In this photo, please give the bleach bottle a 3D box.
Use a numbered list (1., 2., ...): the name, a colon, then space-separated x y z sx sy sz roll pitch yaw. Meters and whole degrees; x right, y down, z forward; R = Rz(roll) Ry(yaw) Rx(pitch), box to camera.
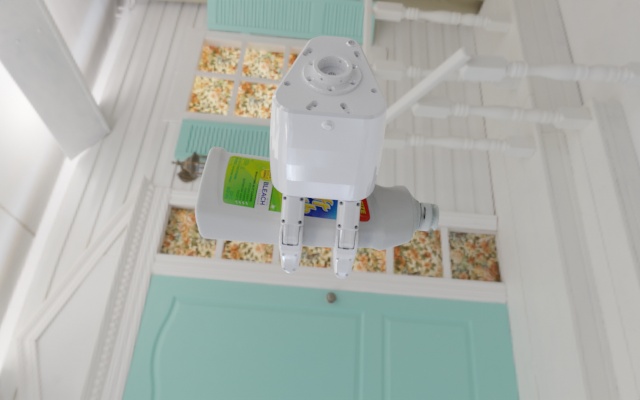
1. bleach bottle: 0.000 0.002 0.520 0.251 0.102 0.068 4 -36 0
